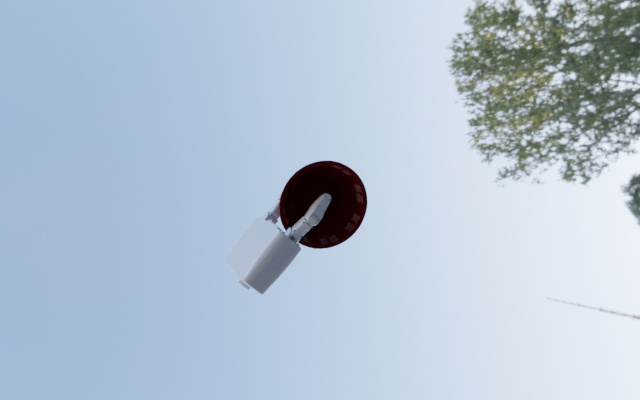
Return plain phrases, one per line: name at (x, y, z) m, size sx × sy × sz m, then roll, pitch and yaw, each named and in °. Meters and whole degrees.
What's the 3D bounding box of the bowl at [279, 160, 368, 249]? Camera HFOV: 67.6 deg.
bowl at (0.001, 0.002, 0.862) m, size 0.162 × 0.162 × 0.055 m, roll 0°, pitch 15°, yaw -16°
